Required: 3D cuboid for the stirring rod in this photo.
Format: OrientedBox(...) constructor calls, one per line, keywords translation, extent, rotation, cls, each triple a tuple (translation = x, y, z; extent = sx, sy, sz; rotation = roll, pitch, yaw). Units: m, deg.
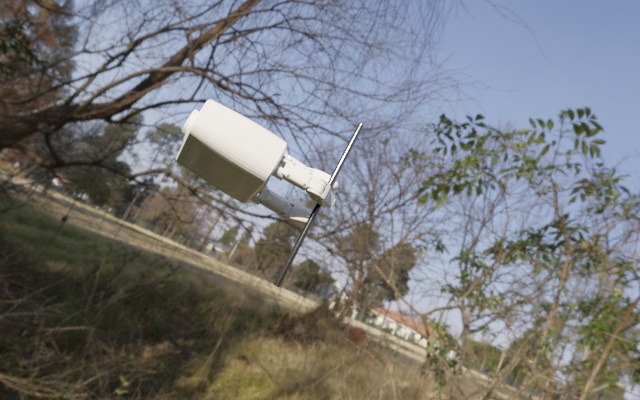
OrientedBox(translation=(0.000, 0.002, 0.614), extent=(0.011, 0.239, 0.011), rotation=(26, -14, 7), cls="stirring rod")
